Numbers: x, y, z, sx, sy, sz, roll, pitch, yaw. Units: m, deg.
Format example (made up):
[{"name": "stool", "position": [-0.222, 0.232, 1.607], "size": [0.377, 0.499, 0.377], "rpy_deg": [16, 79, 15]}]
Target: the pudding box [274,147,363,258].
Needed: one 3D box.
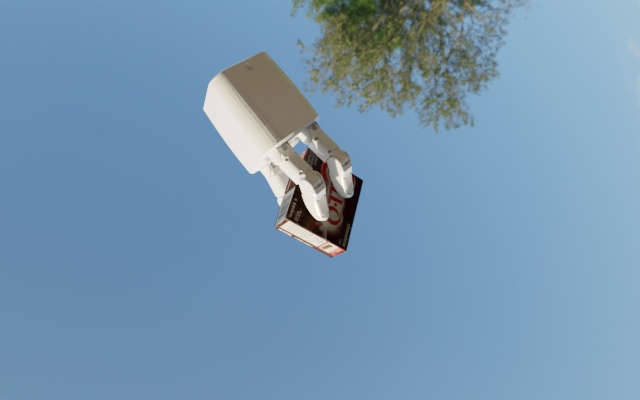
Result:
[{"name": "pudding box", "position": [0.000, 0.002, 0.599], "size": [0.090, 0.113, 0.039], "rpy_deg": [29, -32, -20]}]
